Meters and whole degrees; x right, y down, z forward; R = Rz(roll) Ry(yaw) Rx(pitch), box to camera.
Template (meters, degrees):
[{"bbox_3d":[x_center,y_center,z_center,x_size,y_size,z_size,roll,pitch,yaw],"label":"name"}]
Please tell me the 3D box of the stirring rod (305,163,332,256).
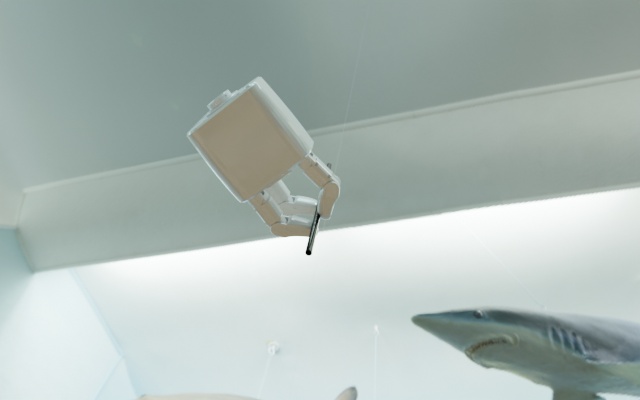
[{"bbox_3d":[0.000,0.002,0.651,0.011,0.011,0.239,0,29,8],"label":"stirring rod"}]
